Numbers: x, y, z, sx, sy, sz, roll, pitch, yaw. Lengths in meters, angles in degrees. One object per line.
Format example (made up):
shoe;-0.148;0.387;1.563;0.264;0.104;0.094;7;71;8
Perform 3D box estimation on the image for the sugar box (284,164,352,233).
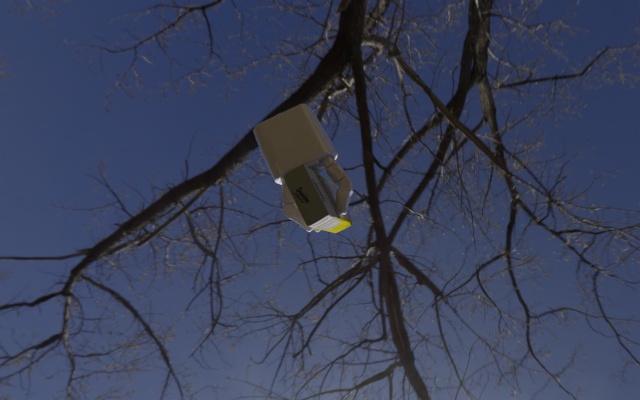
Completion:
sugar box;0.000;0.003;0.812;0.048;0.093;0.176;-30;-15;13
